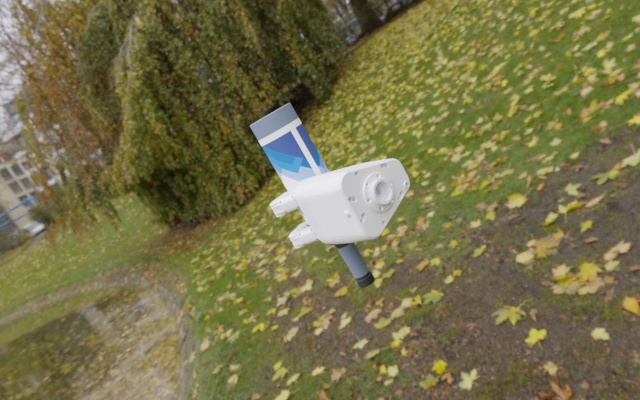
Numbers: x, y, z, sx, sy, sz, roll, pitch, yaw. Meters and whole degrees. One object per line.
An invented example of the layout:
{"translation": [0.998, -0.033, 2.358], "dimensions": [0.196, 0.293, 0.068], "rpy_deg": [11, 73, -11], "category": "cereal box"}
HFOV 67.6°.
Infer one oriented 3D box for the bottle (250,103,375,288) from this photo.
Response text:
{"translation": [0.000, 0.002, 0.707], "dimensions": [0.069, 0.296, 0.069], "rpy_deg": [-29, 12, 6], "category": "bottle"}
